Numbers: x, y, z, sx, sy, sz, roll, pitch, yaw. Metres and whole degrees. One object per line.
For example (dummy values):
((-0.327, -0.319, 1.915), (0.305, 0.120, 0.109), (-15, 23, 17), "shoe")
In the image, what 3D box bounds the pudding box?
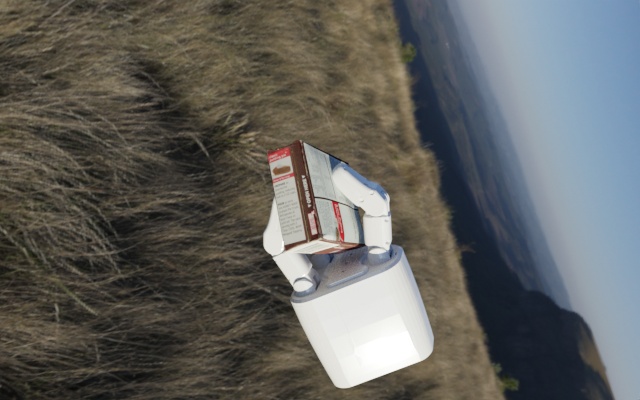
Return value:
((0.000, 0.001, 0.439), (0.039, 0.090, 0.113), (-17, -14, 21), "pudding box")
